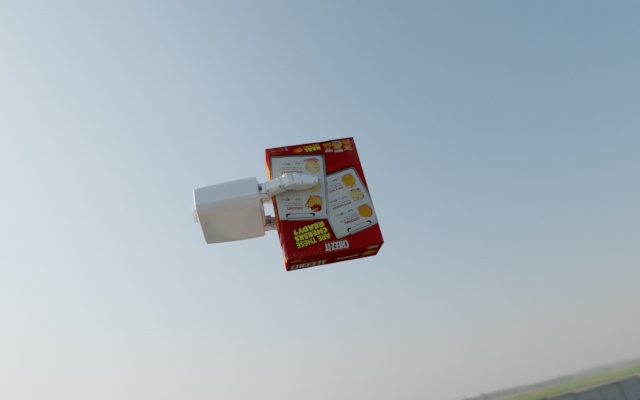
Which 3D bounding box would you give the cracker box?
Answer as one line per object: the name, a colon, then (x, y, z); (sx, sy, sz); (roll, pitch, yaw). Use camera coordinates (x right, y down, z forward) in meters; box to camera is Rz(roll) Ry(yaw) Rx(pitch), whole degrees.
cracker box: (0.000, 0.002, 0.833); (0.164, 0.213, 0.072); (-9, -26, -10)
